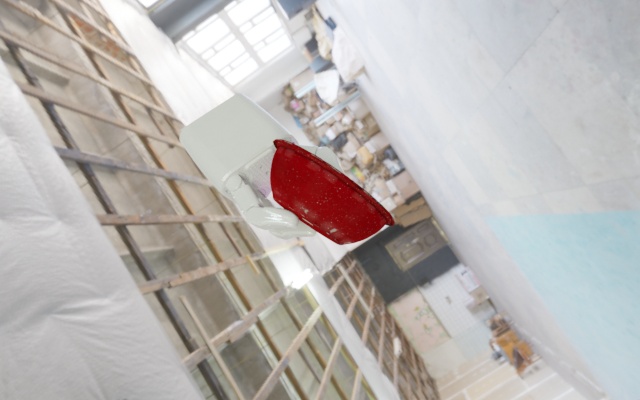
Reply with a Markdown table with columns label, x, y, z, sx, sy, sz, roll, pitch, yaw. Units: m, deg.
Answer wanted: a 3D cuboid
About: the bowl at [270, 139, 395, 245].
| label | x | y | z | sx | sy | sz | roll | pitch | yaw |
| --- | --- | --- | --- | --- | --- | --- | --- | --- | --- |
| bowl | 0.001 | 0.003 | 0.526 | 0.162 | 0.055 | 0.162 | 34 | -6 | 4 |
